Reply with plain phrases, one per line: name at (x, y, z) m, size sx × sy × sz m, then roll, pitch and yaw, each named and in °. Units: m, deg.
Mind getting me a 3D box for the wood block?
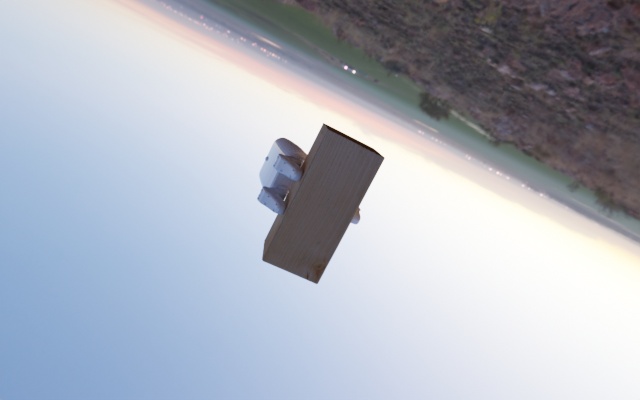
wood block at (0.000, 0.002, 0.700) m, size 0.091 × 0.206 × 0.090 m, roll 25°, pitch 12°, yaw -11°
